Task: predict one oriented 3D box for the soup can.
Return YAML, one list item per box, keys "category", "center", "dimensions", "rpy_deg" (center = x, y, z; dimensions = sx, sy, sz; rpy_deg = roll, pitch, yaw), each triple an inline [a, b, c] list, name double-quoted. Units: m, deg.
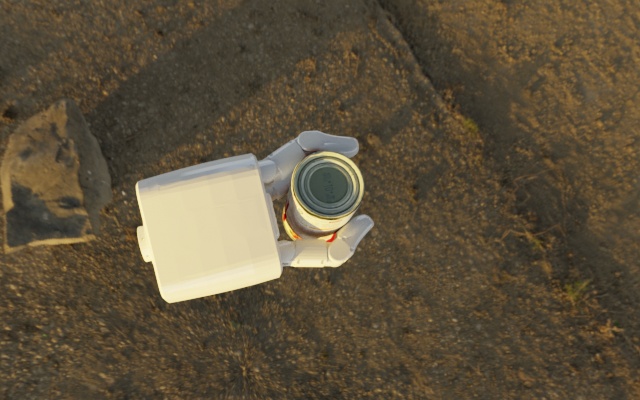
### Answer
- category: "soup can"
  center: [0.001, 0.001, 0.469]
  dimensions: [0.068, 0.068, 0.102]
  rpy_deg: [0, -19, -9]
